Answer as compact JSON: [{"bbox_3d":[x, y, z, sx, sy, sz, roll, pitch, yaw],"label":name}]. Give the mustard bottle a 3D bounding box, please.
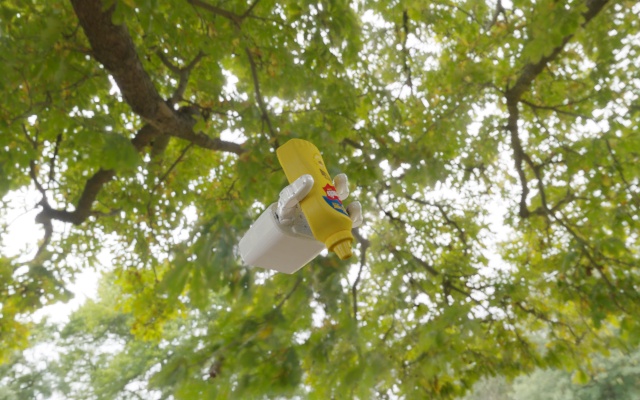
[{"bbox_3d":[0.000,0.002,0.711,0.058,0.191,0.096,-32,-27,14],"label":"mustard bottle"}]
